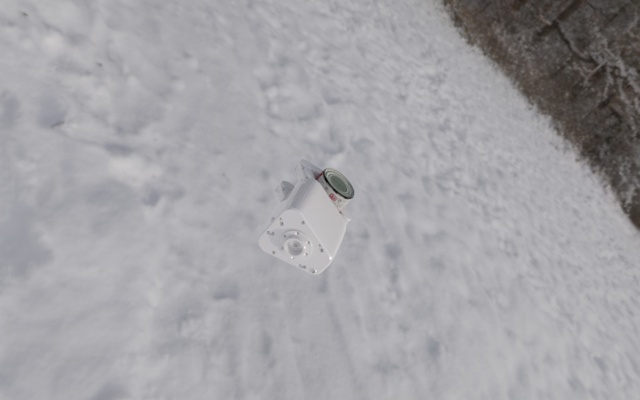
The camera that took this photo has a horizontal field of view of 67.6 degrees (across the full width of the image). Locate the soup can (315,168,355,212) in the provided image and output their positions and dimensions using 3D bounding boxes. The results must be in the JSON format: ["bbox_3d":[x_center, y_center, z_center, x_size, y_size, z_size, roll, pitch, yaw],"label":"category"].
[{"bbox_3d":[0.001,0.002,0.802,0.102,0.068,0.068,-46,-25,27],"label":"soup can"}]
